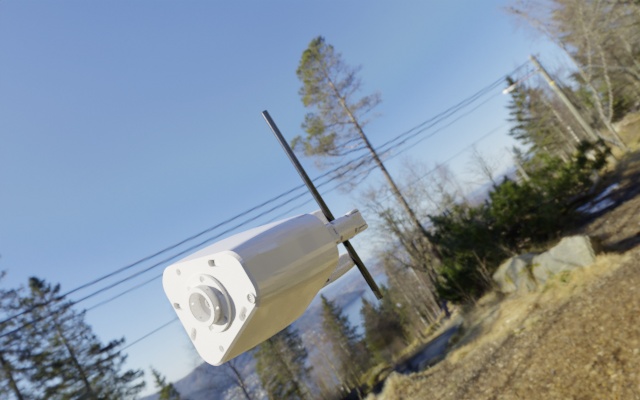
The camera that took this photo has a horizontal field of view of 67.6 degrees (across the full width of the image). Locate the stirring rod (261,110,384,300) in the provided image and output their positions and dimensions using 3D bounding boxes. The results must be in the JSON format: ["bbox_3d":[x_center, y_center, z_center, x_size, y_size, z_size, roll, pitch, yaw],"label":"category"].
[{"bbox_3d":[0.000,0.002,0.517,0.011,0.239,0.011,-31,-8,-5],"label":"stirring rod"}]
